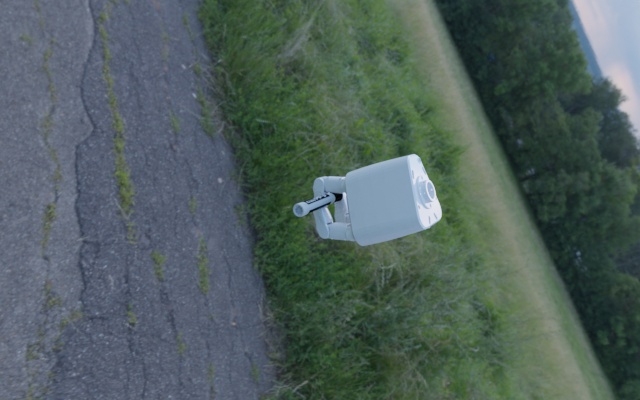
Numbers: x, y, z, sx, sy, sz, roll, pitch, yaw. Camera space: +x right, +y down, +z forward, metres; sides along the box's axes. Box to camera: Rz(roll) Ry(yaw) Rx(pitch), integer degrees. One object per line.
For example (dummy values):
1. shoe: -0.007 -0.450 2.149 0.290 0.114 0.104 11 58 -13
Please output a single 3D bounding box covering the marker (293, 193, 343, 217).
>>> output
1. marker: 0.000 0.002 0.713 0.020 0.020 0.121 0 11 32
